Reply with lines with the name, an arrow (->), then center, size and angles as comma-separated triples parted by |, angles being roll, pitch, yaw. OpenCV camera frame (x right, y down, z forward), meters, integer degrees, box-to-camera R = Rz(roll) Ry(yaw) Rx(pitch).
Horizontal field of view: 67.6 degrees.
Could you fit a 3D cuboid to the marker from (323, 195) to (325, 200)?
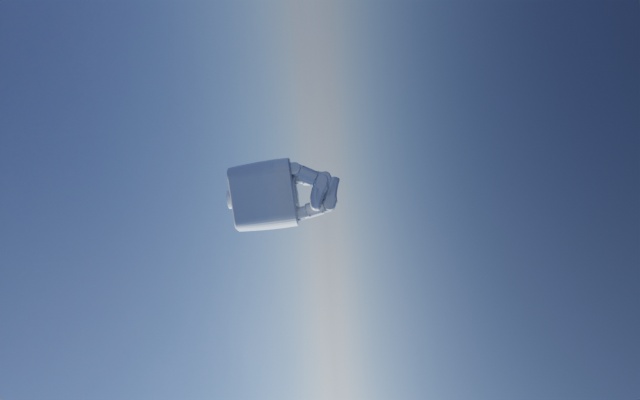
marker -> 0.000, 0.003, 0.854 | 0.020, 0.020, 0.121 | 0, -12, 2
